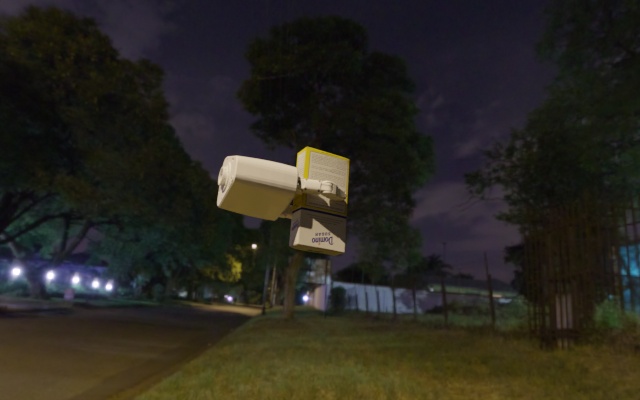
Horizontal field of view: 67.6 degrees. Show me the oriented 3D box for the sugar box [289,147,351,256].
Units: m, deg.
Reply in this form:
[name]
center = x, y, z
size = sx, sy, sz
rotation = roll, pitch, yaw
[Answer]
[sugar box]
center = 0.000, 0.003, 0.841
size = 0.093, 0.176, 0.048
rotation = 14, -17, -25
